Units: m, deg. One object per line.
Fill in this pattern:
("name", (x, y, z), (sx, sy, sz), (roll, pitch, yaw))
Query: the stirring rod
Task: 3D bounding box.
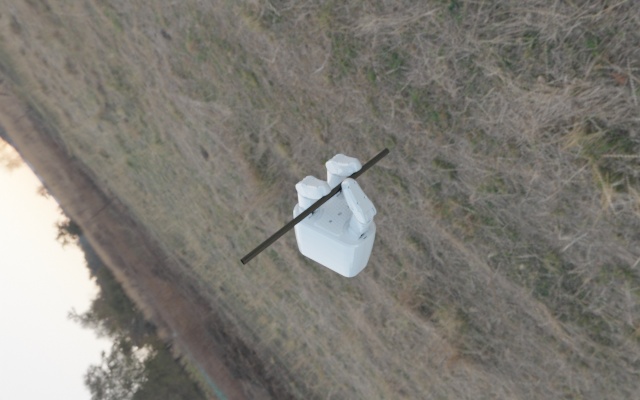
("stirring rod", (0.000, 0.002, 0.584), (0.239, 0.011, 0.011), (-38, 16, -22))
